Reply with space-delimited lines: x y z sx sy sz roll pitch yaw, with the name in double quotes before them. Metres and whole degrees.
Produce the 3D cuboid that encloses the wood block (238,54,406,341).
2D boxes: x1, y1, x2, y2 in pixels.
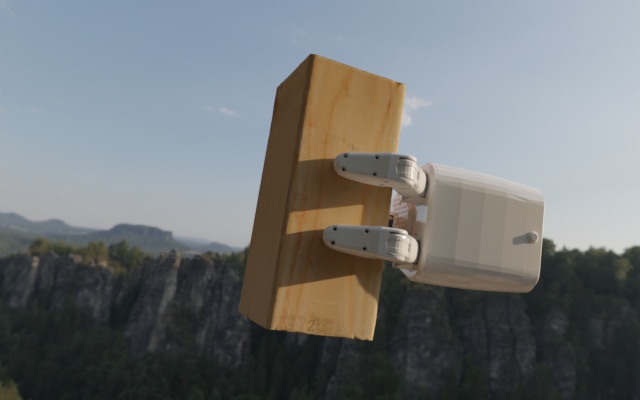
"wood block" 0.000 0.001 0.402 0.090 0.206 0.091 12 -9 -20
